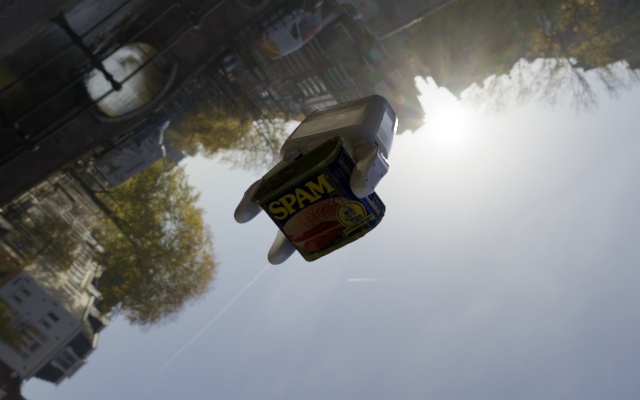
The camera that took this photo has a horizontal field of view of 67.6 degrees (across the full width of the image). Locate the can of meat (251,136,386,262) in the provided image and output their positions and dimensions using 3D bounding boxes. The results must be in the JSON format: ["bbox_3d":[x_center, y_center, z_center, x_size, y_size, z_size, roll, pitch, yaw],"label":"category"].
[{"bbox_3d":[0.000,0.002,0.460,0.102,0.084,0.057,-29,20,27],"label":"can of meat"}]
